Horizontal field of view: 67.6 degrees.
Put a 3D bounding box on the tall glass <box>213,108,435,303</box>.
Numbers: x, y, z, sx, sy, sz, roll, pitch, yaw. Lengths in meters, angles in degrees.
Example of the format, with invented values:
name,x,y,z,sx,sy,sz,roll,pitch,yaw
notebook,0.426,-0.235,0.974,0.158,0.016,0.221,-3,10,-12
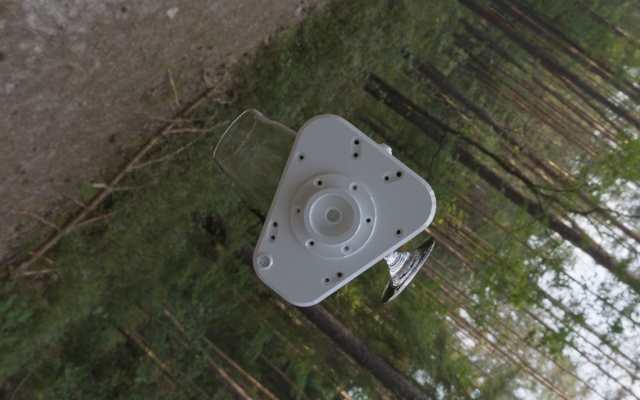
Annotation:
name,x,y,z,sx,sy,sz,roll,pitch,yaw
tall glass,0.001,0.002,0.432,0.201,0.079,0.079,38,2,3
